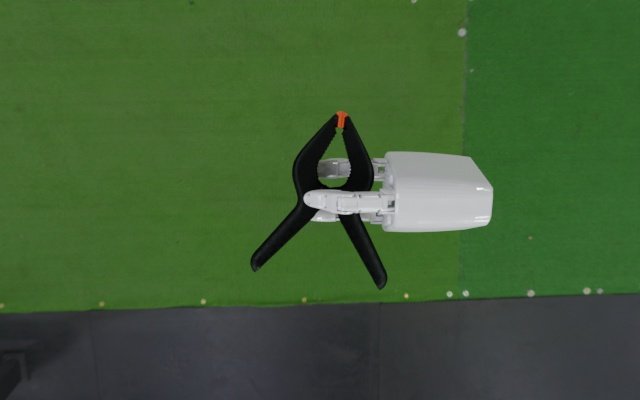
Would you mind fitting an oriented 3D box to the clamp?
[{"bbox_3d":[0.000,0.001,0.557,0.164,0.210,0.036,1,10,0],"label":"clamp"}]
